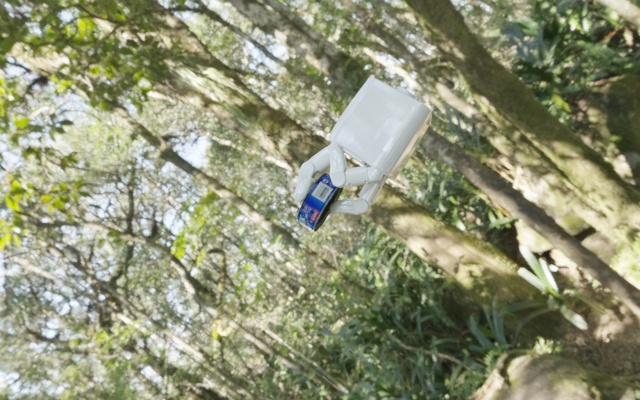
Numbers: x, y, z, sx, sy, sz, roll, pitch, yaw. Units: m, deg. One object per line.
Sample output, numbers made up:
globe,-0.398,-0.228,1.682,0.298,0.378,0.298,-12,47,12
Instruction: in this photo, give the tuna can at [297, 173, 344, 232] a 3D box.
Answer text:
tuna can,0.000,0.002,0.720,0.034,0.086,0.086,31,5,8
